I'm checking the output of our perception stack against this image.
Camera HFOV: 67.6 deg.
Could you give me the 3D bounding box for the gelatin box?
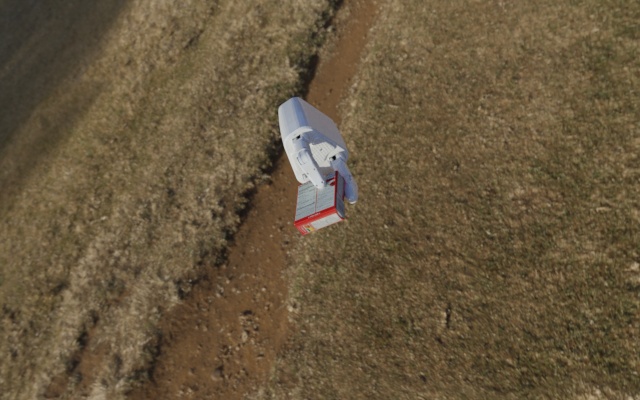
[{"bbox_3d":[0.000,0.002,0.731,0.073,0.089,0.030,-22,-50,23],"label":"gelatin box"}]
